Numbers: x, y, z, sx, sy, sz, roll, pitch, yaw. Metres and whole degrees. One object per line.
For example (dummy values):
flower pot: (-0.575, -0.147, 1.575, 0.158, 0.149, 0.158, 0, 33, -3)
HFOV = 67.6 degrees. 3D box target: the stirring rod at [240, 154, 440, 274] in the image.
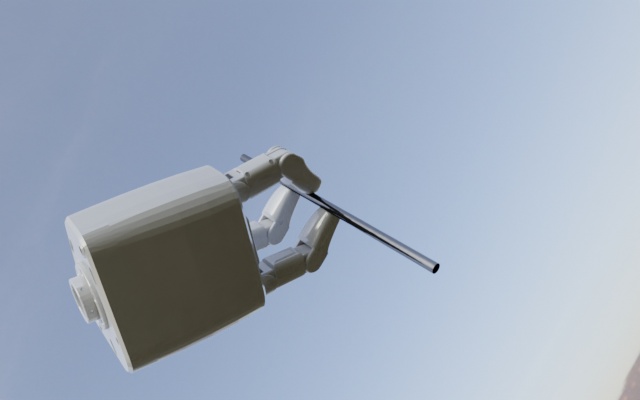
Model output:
stirring rod: (0.000, 0.001, 0.401, 0.011, 0.011, 0.239, 0, 22, -44)
